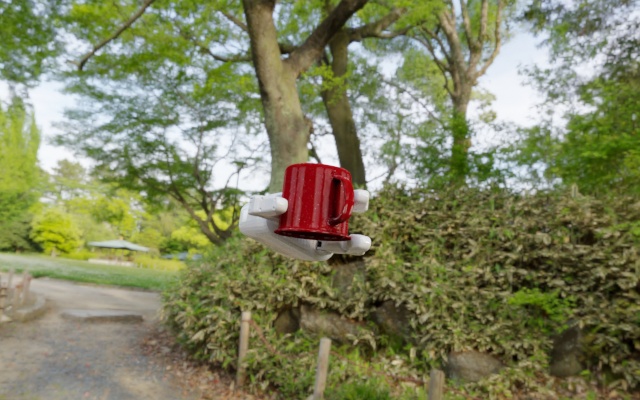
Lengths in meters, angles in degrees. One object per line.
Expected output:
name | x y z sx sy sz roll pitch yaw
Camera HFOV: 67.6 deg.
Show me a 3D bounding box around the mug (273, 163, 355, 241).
mug | 0.001 0.001 0.563 0.093 0.081 0.117 11 -12 -30
